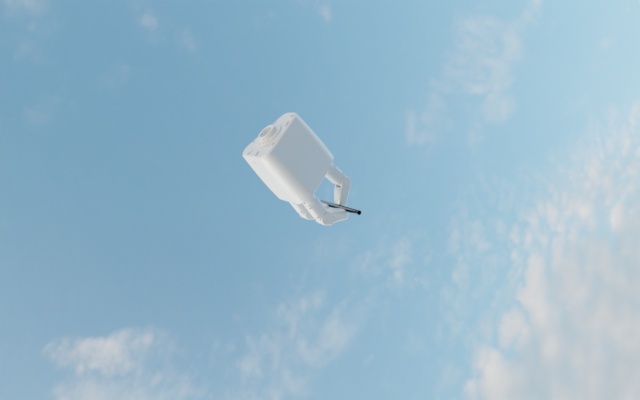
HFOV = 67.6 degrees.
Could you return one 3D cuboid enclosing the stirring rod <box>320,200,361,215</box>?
[{"bbox_3d":[0.000,0.003,0.894,0.011,0.011,0.239,0,8,-33],"label":"stirring rod"}]
